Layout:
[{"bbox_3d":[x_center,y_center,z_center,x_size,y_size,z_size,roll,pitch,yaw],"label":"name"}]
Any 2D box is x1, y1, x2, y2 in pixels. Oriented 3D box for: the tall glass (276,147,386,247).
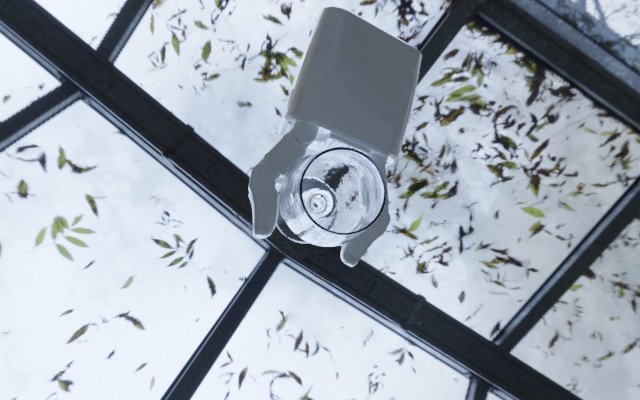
[{"bbox_3d":[0.000,0.002,0.427,0.079,0.079,0.201,0,-4,-9],"label":"tall glass"}]
